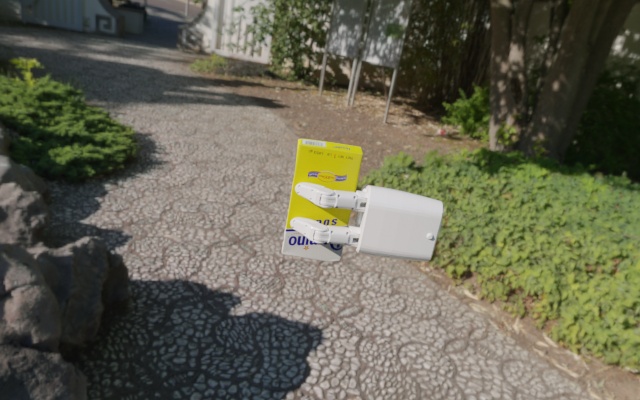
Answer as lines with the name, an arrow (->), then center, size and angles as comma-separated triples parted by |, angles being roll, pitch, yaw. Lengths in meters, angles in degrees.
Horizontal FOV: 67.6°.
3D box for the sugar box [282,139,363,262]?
sugar box -> 0.000, 0.002, 0.705 | 0.093, 0.176, 0.048 | 8, 20, -3
